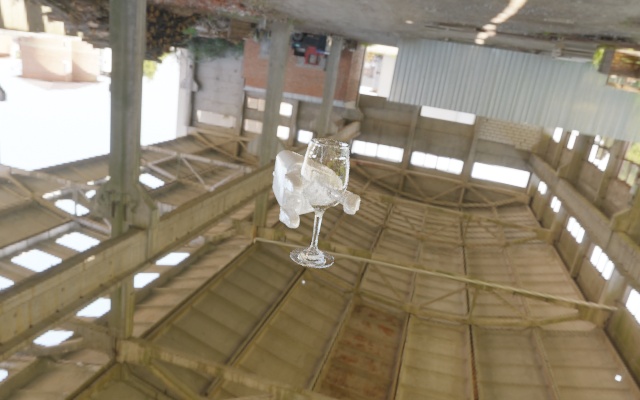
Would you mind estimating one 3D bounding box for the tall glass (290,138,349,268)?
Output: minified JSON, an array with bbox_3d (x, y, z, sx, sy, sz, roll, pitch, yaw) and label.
[{"bbox_3d":[0.000,0.003,0.776,0.079,0.201,0.079,8,17,-3],"label":"tall glass"}]
